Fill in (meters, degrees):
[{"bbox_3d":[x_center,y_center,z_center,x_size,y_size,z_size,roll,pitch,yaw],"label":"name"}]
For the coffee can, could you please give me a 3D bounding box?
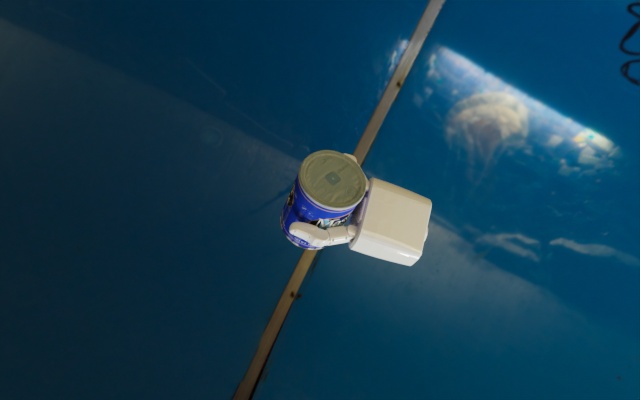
[{"bbox_3d":[0.000,0.002,0.754,0.103,0.102,0.140,0,-30,-18],"label":"coffee can"}]
